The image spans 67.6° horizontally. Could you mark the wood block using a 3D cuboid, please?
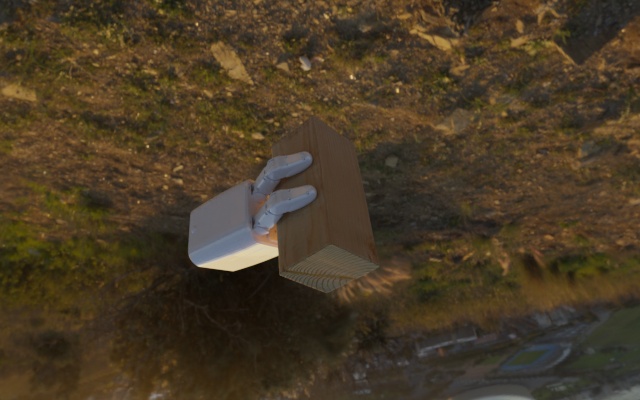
[{"bbox_3d":[0.000,0.002,0.633,0.090,0.206,0.091,-33,-43,30],"label":"wood block"}]
